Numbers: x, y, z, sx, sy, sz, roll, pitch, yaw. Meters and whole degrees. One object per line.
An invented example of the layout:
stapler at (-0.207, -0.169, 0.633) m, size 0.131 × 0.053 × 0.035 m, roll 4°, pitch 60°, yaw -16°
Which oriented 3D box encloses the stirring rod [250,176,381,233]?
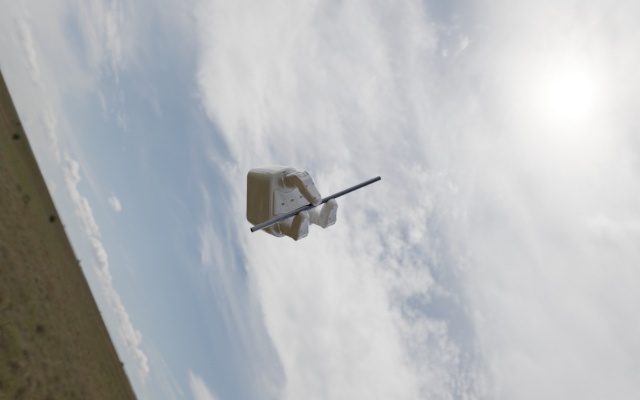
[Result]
stirring rod at (0.000, 0.002, 0.733) m, size 0.239 × 0.011 × 0.011 m, roll -22°, pitch 11°, yaw -29°
